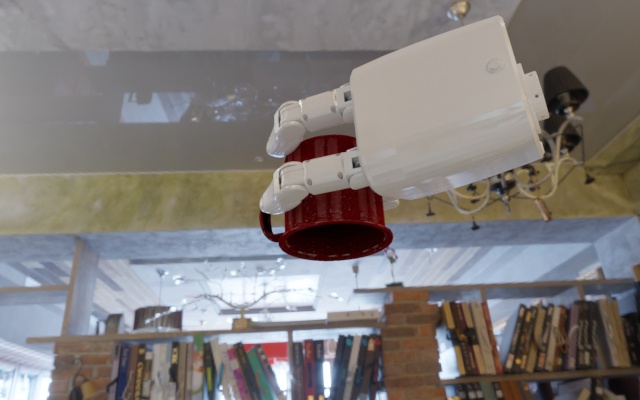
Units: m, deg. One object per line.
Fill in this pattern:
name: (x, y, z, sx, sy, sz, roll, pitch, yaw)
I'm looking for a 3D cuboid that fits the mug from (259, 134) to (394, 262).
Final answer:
mug: (-0.001, 0.002, 0.408, 0.117, 0.081, 0.093, -15, -28, 24)
